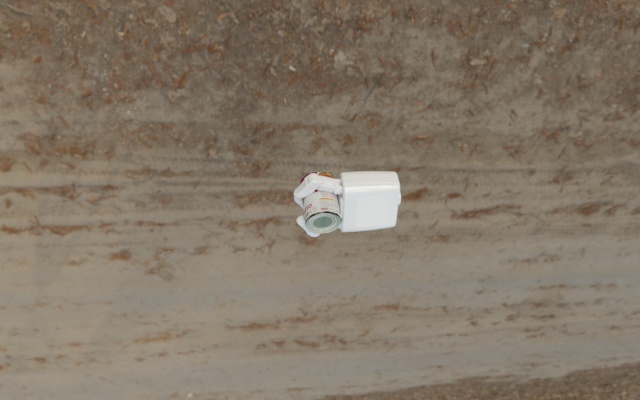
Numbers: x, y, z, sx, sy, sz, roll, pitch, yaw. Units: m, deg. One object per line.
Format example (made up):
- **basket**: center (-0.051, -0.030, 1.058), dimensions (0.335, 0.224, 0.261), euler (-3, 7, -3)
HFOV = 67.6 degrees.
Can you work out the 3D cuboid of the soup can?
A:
- **soup can**: center (0.000, 0.003, 0.894), dimensions (0.068, 0.102, 0.069), euler (-5, -38, -4)
